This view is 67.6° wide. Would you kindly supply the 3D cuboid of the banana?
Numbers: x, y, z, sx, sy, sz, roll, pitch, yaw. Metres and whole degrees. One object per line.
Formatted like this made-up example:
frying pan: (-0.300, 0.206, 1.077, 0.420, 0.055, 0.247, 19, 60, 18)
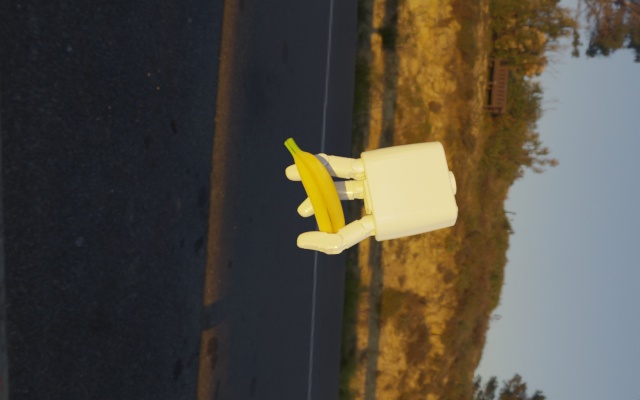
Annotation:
banana: (0.006, 0.009, 0.626, 0.037, 0.198, 0.069, -24, 39, -7)
